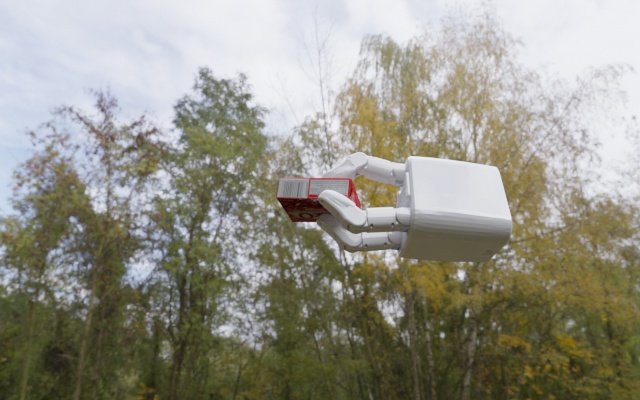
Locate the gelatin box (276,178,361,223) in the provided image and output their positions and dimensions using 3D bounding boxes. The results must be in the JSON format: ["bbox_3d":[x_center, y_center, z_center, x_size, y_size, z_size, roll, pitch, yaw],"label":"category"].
[{"bbox_3d":[0.000,0.001,0.568,0.089,0.030,0.073,1,-24,13],"label":"gelatin box"}]
